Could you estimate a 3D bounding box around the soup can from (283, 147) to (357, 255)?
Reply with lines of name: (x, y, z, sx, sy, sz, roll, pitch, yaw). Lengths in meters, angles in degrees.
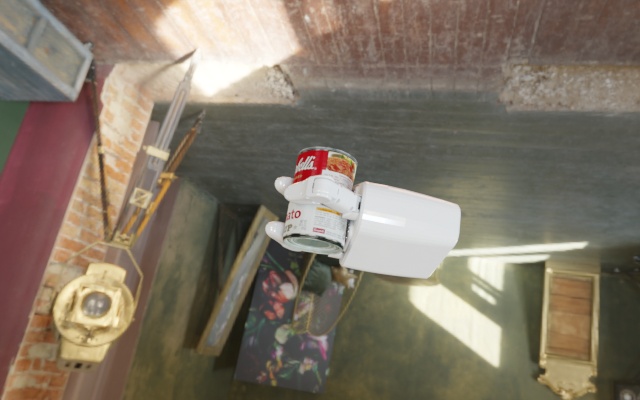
soup can: (0.000, 0.002, 0.523, 0.068, 0.102, 0.068, 9, -19, 3)
